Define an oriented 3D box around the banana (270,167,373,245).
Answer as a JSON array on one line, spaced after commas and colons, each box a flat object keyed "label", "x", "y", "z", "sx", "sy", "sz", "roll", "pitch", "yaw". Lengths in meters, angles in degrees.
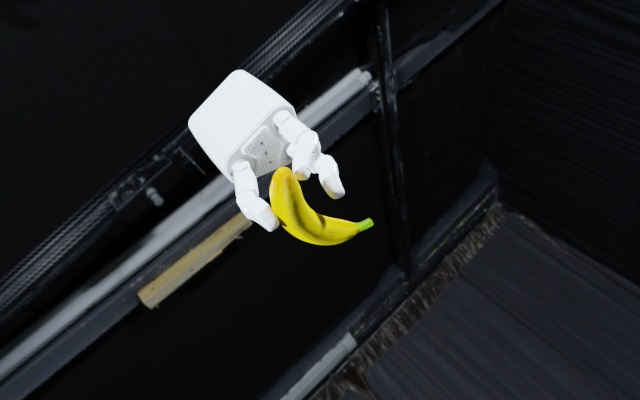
[{"label": "banana", "x": -0.010, "y": 0.017, "z": 0.561, "sx": 0.037, "sy": 0.069, "sz": 0.198, "roll": 49, "pitch": 12, "yaw": 35}]
